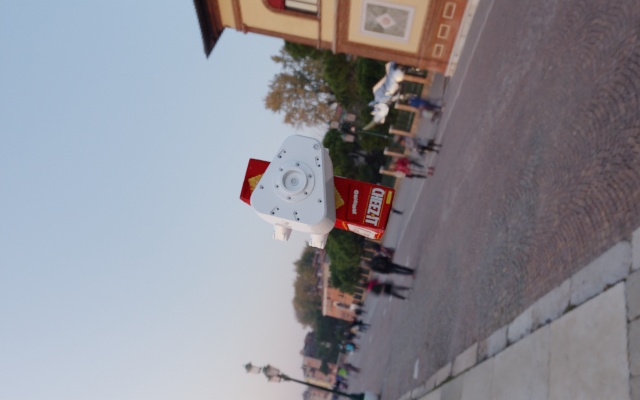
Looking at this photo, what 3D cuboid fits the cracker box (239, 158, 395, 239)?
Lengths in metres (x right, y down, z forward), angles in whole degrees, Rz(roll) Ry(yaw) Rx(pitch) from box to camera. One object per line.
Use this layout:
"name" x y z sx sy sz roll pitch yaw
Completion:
"cracker box" 0.000 0.002 0.746 0.213 0.072 0.164 13 -6 7
